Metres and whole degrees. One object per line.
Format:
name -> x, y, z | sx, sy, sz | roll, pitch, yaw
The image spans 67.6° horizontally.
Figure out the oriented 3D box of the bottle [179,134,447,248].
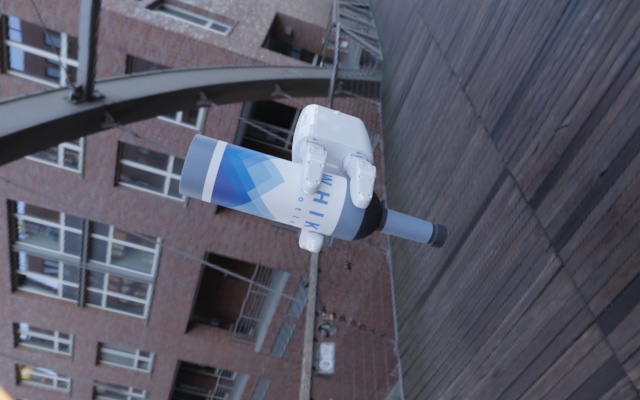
bottle -> 0.000, 0.002, 0.528 | 0.296, 0.069, 0.069 | 16, -3, -9
